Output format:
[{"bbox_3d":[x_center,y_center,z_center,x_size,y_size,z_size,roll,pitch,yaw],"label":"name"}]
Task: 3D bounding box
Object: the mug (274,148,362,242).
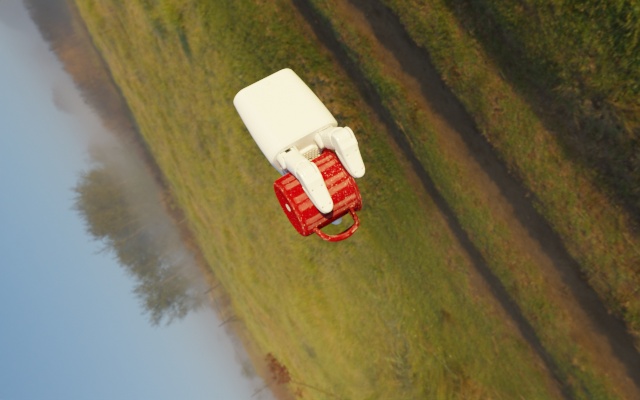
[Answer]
[{"bbox_3d":[0.001,0.003,0.600,0.081,0.117,0.093,-30,-22,-13],"label":"mug"}]
